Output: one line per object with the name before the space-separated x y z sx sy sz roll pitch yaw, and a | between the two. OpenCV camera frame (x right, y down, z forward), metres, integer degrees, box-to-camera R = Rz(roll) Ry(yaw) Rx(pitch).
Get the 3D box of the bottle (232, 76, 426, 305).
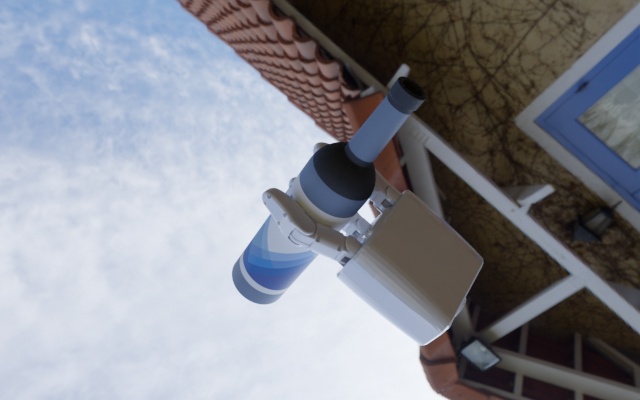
bottle | 0.000 0.002 0.467 0.069 0.069 0.296 0 -38 -39
